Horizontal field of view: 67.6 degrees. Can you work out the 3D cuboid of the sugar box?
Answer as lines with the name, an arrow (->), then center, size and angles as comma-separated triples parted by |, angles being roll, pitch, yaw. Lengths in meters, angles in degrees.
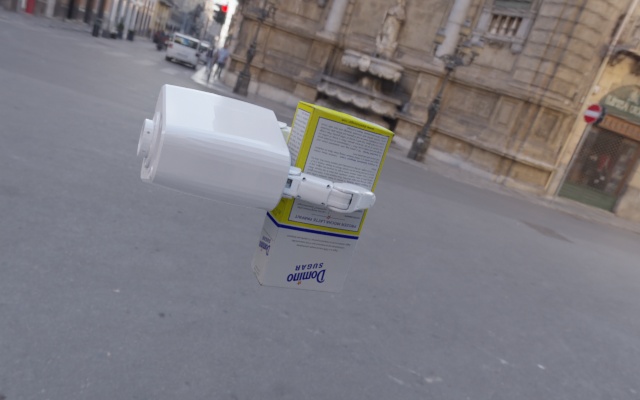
sugar box -> 0.000, 0.001, 0.472 | 0.093, 0.176, 0.048 | 12, 16, -28
